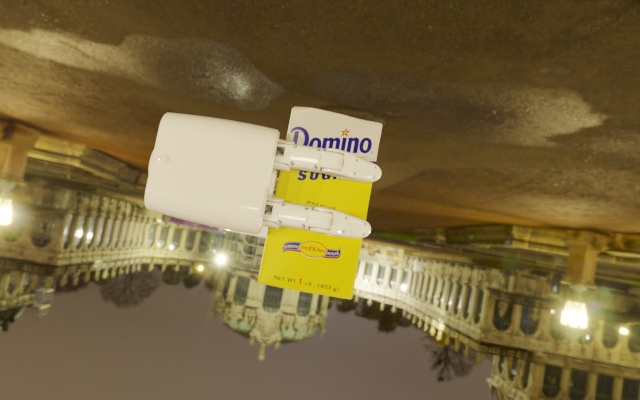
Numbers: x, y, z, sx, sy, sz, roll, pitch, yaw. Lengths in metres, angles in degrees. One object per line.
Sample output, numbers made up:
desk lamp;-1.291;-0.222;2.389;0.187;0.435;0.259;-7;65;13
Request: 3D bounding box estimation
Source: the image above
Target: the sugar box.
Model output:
sugar box;0.000;0.002;0.473;0.093;0.176;0.048;11;-5;-5
